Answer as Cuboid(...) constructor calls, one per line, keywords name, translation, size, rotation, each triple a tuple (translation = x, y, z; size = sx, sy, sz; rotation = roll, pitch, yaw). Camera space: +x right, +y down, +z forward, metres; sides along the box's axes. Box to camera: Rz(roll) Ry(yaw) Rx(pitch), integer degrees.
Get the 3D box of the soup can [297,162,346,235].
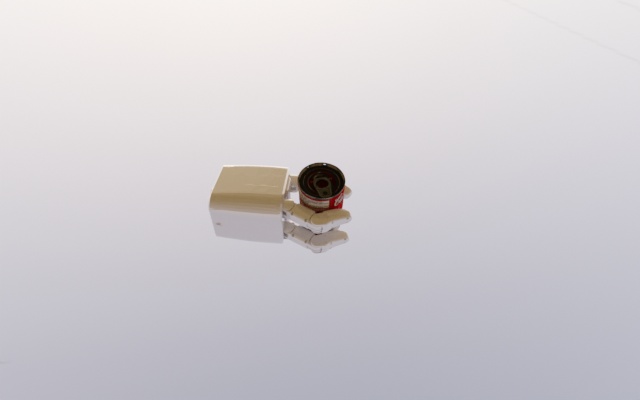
Cuboid(name="soup can", translation=(0.001, 0.002, 0.710), size=(0.068, 0.068, 0.102), rotation=(0, -38, -2))
